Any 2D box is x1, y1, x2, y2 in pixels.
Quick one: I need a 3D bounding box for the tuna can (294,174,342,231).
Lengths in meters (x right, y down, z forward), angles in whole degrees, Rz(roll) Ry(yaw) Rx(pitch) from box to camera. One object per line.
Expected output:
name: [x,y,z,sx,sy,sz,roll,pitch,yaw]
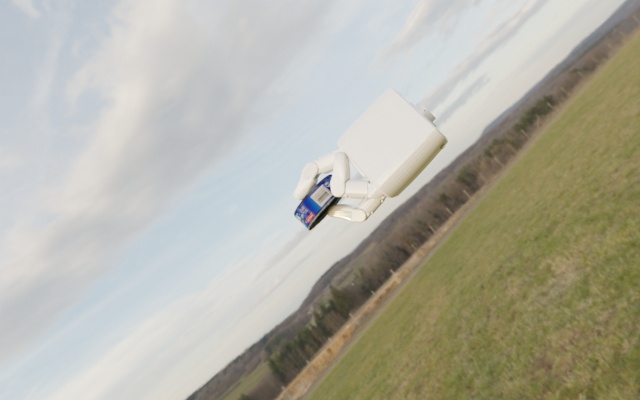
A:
tuna can: [0.000,0.002,0.709,0.034,0.086,0.086,42,7,7]
